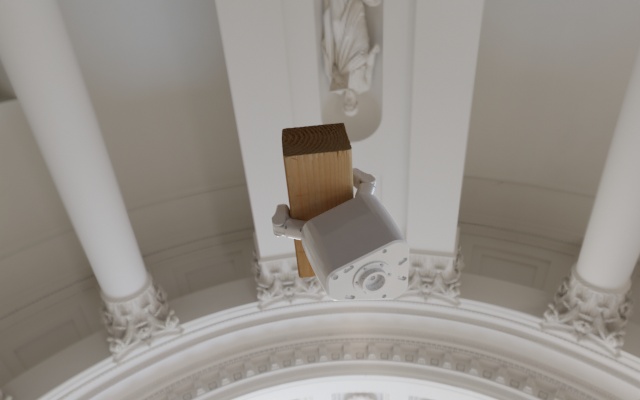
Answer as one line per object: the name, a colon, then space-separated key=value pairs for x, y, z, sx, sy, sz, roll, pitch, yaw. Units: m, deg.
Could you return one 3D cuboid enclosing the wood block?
wood block: x=0.000 y=0.003 z=0.695 sx=0.091 sy=0.206 sz=0.090 roll=-6 pitch=33 yaw=-2
